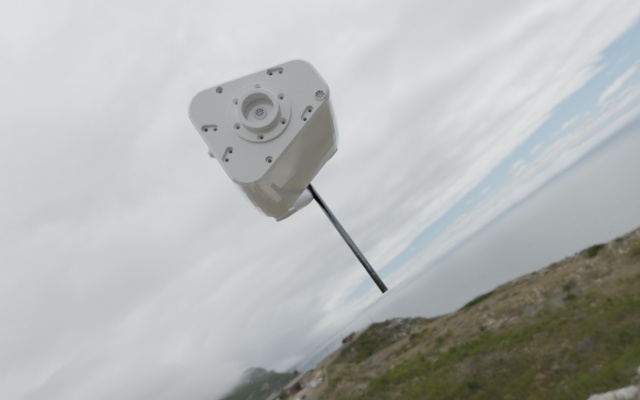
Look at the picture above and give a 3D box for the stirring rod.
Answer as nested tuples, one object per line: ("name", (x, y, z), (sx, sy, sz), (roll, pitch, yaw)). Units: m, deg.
("stirring rod", (0.000, 0.002, 0.531), (0.011, 0.239, 0.011), (-34, -13, -9))
